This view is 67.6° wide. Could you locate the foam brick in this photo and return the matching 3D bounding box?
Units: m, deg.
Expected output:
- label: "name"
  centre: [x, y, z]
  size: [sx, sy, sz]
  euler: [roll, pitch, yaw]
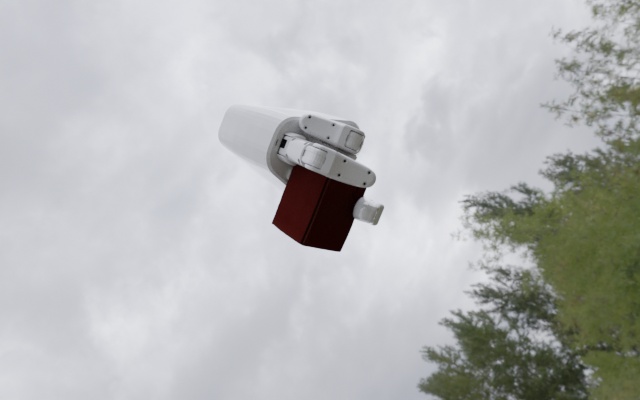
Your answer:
- label: "foam brick"
  centre: [0.000, 0.002, 0.447]
  size: [0.053, 0.078, 0.051]
  euler: [19, 5, -44]
